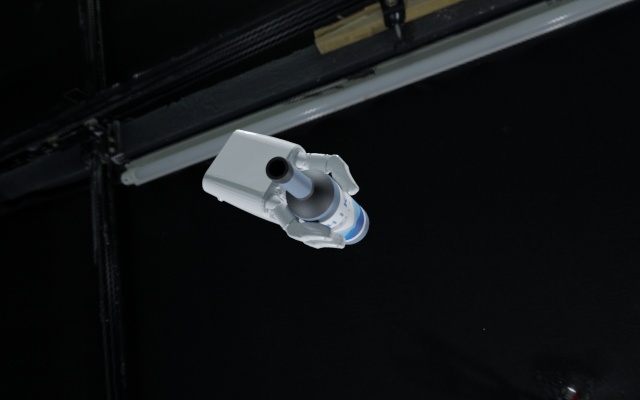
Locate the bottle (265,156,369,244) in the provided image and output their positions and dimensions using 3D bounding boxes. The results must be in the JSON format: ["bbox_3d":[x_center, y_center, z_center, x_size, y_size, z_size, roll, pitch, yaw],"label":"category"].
[{"bbox_3d":[0.000,0.002,0.640,0.069,0.069,0.296,0,-14,19],"label":"bottle"}]
